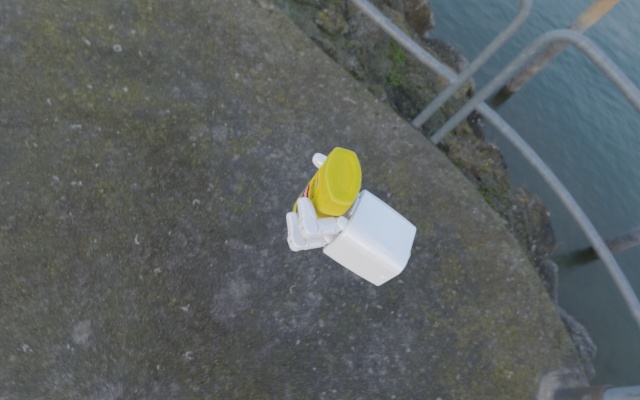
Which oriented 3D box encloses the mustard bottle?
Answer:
[{"bbox_3d":[0.000,0.002,0.754,0.058,0.096,0.192,13,-29,-17],"label":"mustard bottle"}]
